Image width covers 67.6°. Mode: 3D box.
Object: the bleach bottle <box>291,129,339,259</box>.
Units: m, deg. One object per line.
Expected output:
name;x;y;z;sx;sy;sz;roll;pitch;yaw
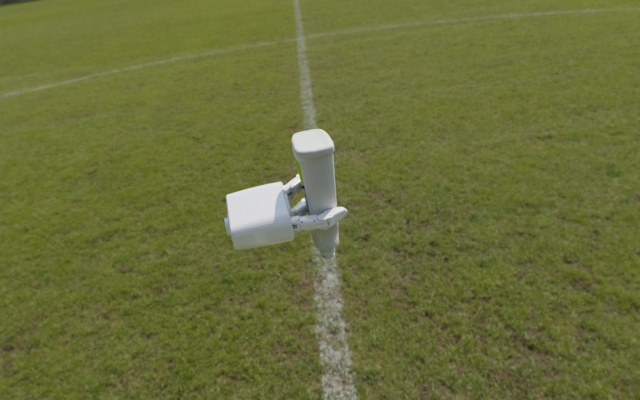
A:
bleach bottle;0.000;0.003;0.877;0.068;0.251;0.102;-12;29;-6
